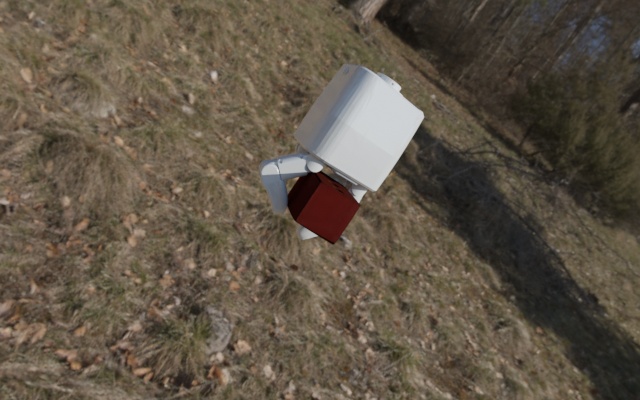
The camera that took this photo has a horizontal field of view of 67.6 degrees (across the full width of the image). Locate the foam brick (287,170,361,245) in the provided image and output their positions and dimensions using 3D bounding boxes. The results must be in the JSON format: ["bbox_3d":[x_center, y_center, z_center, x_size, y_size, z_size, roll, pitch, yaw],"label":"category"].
[{"bbox_3d":[0.000,0.002,0.520,0.053,0.051,0.078,32,9,-20],"label":"foam brick"}]
